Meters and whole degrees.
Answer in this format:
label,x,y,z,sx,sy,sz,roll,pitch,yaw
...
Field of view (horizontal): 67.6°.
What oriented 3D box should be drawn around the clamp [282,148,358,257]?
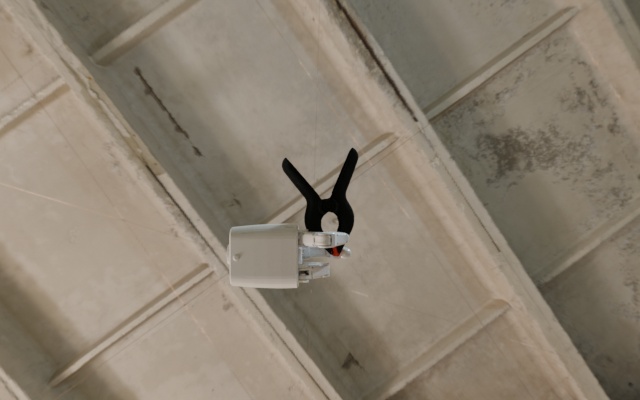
label,x,y,z,sx,sy,sz,roll,pitch,yaw
clamp,0.000,0.003,0.752,0.120,0.171,0.039,0,0,0
